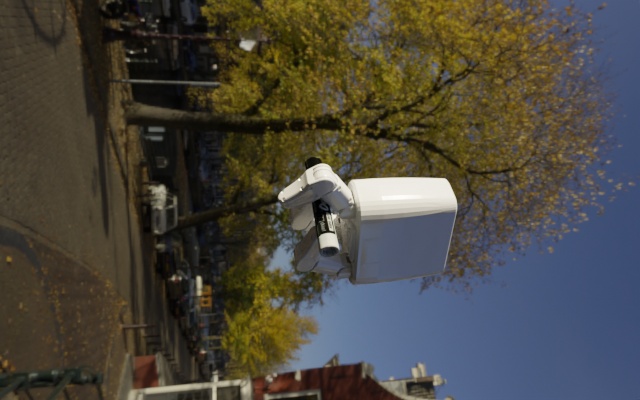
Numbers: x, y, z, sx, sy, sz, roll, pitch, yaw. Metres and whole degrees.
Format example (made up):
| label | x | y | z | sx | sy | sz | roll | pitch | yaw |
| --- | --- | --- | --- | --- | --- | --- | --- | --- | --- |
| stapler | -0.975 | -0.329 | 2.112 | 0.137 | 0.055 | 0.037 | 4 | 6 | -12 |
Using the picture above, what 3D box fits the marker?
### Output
| label | x | y | z | sx | sy | sz | roll | pitch | yaw |
| --- | --- | --- | --- | --- | --- | --- | --- | --- | --- |
| marker | 0.000 | 0.002 | 0.478 | 0.020 | 0.121 | 0.020 | -6 | -39 | -5 |
